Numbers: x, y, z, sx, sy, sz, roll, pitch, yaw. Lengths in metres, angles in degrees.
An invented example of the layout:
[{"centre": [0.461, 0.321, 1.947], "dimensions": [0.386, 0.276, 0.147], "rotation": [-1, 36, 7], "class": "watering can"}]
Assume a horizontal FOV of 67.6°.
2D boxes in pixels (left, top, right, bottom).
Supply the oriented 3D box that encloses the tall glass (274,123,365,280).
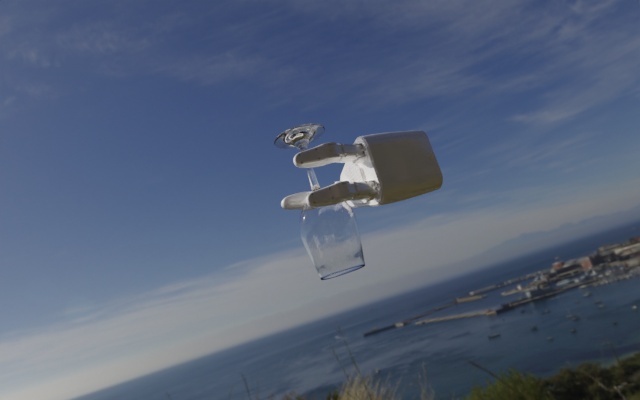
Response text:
[{"centre": [0.000, 0.002, 0.645], "dimensions": [0.079, 0.201, 0.079], "rotation": [-16, -13, -4], "class": "tall glass"}]
